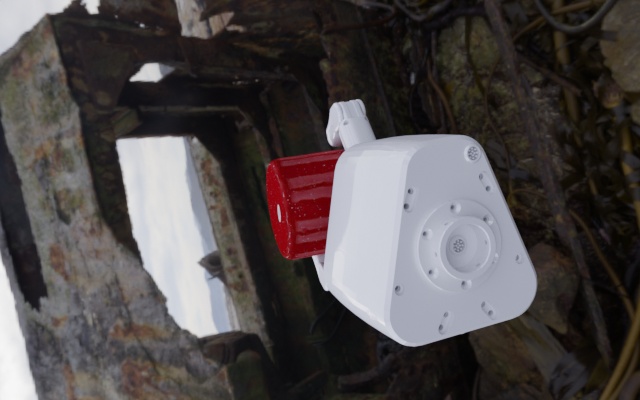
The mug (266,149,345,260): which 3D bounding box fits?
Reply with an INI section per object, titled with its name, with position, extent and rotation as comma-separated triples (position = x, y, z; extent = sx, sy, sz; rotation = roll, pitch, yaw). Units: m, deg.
[mug]
position = -0.001, 0.001, 0.402
extent = 0.081, 0.093, 0.117
rotation = -10, 4, -15
